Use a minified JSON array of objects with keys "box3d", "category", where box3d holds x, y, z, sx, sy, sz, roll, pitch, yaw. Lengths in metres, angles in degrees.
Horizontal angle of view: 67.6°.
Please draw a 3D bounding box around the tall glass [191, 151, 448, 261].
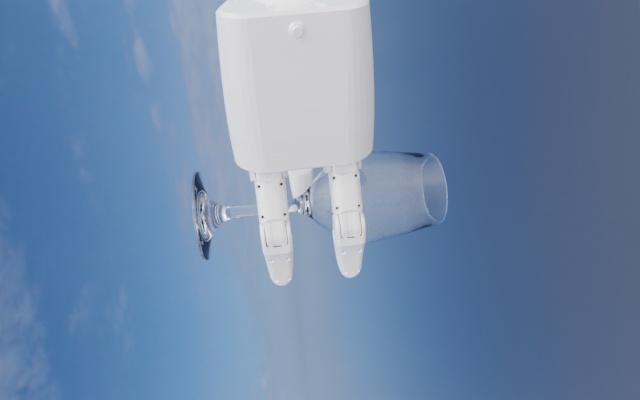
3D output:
[{"box3d":[-0.001,0.001,0.402,0.201,0.079,0.079,-6,0,-4],"category":"tall glass"}]
